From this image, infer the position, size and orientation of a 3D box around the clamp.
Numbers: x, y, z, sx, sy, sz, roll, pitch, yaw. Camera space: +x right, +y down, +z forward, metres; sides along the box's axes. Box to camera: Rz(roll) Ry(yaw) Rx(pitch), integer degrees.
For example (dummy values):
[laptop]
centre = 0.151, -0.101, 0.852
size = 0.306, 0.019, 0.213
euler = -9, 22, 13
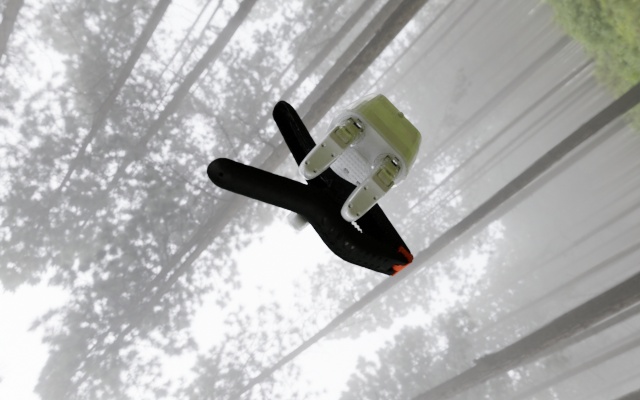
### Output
[clamp]
centre = 0.000, 0.002, 0.451
size = 0.036, 0.210, 0.164
euler = -44, 2, 34
